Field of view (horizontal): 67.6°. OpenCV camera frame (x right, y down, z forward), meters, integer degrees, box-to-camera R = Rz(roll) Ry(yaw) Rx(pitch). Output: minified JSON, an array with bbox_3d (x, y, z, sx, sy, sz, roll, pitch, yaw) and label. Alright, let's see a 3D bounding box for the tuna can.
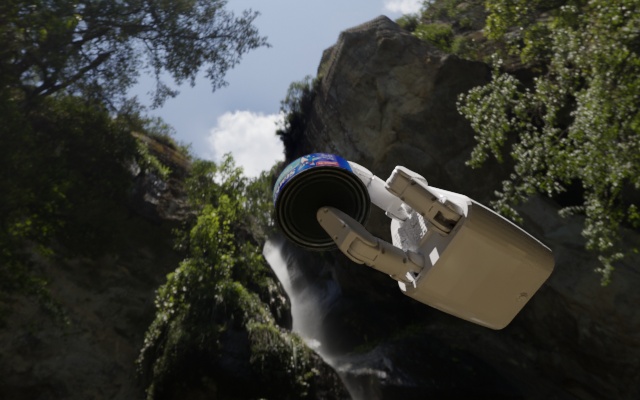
[{"bbox_3d":[0.000,0.001,0.431,0.086,0.086,0.033,0,28,-10],"label":"tuna can"}]
